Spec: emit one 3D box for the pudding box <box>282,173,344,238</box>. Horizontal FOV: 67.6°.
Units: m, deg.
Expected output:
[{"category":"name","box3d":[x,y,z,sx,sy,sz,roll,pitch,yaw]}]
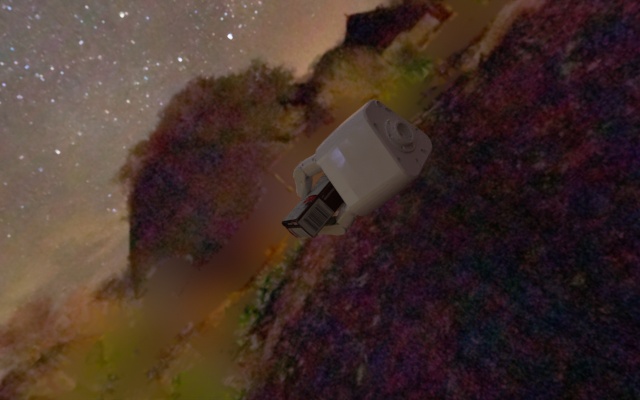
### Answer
[{"category":"pudding box","box3d":[0.000,0.002,0.698,0.039,0.113,0.090,45,-16,-9]}]
